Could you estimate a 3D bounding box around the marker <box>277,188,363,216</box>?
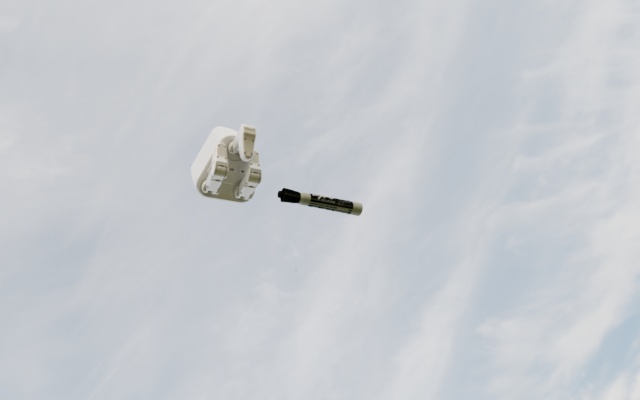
[{"bbox_3d":[0.000,0.002,0.638,0.121,0.020,0.020,11,-4,-24],"label":"marker"}]
